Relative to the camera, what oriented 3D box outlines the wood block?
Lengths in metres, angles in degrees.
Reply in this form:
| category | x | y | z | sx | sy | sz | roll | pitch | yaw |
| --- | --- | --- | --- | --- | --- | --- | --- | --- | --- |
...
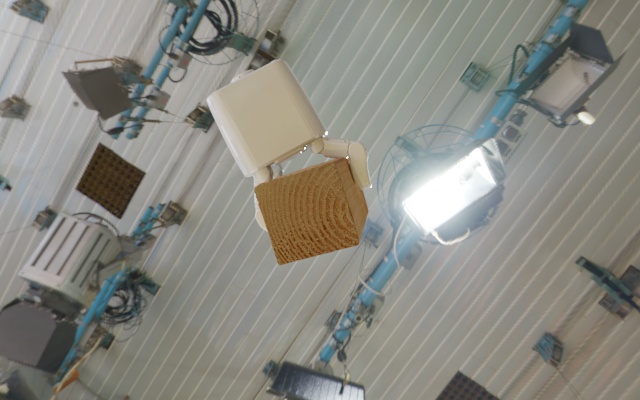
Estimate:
| category | x | y | z | sx | sy | sz | roll | pitch | yaw |
| --- | --- | --- | --- | --- | --- | --- | --- | --- | --- |
| wood block | 0.000 | 0.001 | 0.582 | 0.091 | 0.090 | 0.206 | -17 | 5 | 10 |
